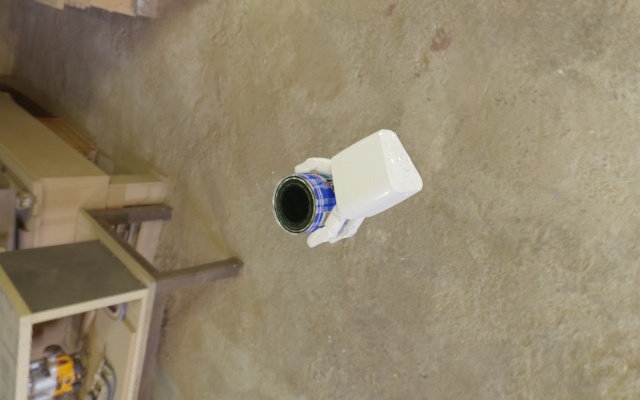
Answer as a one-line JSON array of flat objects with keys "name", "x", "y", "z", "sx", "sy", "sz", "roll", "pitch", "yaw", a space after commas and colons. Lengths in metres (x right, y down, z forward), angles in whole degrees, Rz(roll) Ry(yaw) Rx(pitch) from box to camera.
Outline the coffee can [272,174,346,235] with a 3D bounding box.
[{"name": "coffee can", "x": 0.000, "y": 0.003, "z": 0.845, "sx": 0.103, "sy": 0.103, "sz": 0.140, "roll": 0, "pitch": 4, "yaw": 41}]
